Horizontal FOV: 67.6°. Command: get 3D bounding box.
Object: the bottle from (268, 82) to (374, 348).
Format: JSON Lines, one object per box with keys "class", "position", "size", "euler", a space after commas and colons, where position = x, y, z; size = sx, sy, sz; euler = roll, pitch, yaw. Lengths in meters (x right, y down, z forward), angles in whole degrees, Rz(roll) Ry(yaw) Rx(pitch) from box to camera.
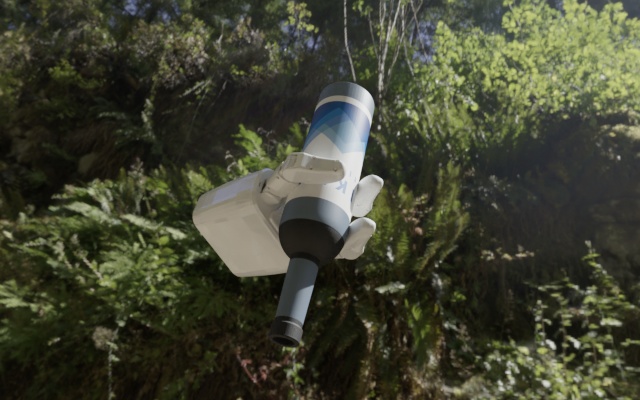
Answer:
{"class": "bottle", "position": [0.000, 0.001, 0.483], "size": [0.069, 0.295, 0.069], "euler": [10, -35, 7]}
